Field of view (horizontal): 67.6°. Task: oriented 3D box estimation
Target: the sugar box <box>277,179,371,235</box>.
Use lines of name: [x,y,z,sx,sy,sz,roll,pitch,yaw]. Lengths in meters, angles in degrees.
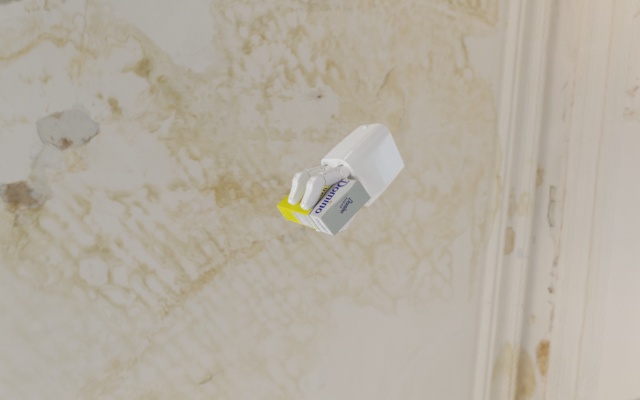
sugar box: [0.000,0.002,0.828,0.093,0.048,0.176,-45,21,-17]
